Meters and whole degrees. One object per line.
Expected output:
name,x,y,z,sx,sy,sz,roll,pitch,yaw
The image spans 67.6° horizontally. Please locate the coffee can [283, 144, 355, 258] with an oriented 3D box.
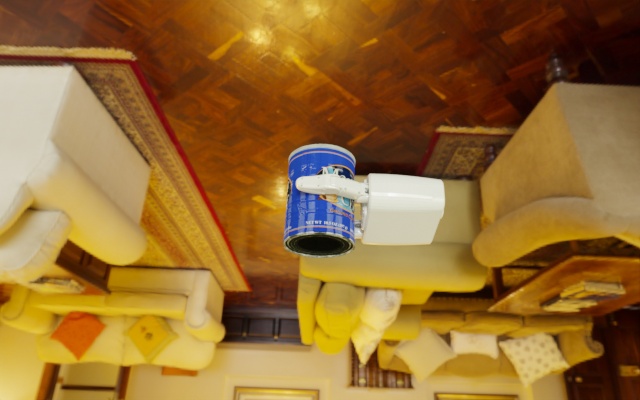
coffee can,0.000,0.002,0.705,0.103,0.140,0.103,2,-25,1
